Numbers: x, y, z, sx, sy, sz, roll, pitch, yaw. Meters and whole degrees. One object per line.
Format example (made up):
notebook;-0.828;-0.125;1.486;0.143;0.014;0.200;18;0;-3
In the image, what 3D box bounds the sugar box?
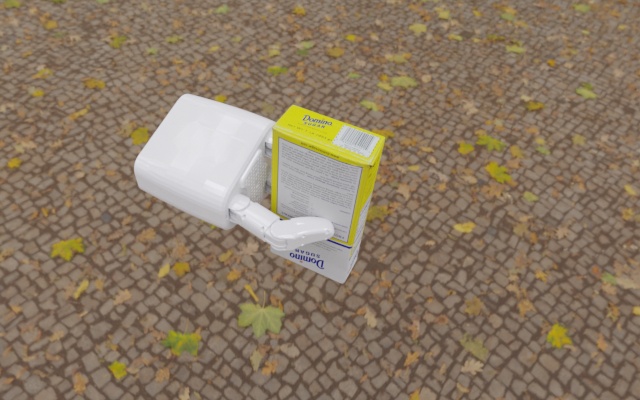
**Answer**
sugar box;0.000;0.001;0.469;0.093;0.048;0.176;23;-39;13
